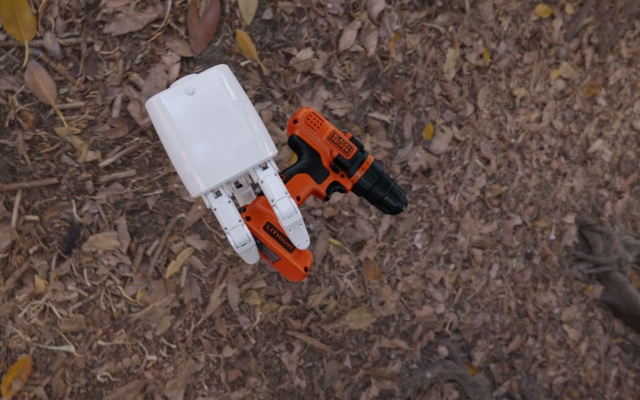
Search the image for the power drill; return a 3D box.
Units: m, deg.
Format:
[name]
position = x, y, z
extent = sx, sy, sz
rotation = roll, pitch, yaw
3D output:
[power drill]
position = 0.000, 0.002, 0.573
extent = 0.184, 0.187, 0.057
rotation = 39, -28, -5
